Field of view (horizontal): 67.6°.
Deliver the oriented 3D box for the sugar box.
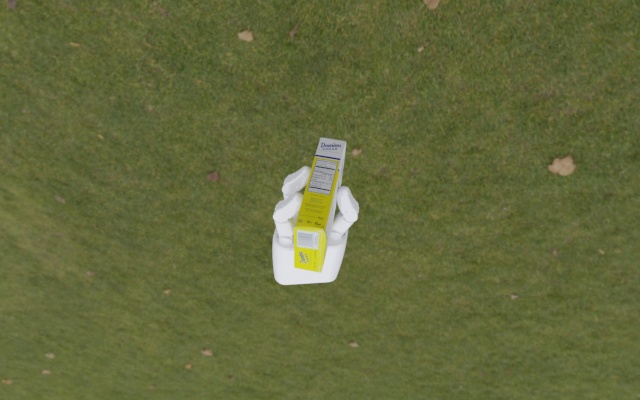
[{"bbox_3d":[0.000,0.002,0.675,0.048,0.176,0.093,8,-42,3],"label":"sugar box"}]
